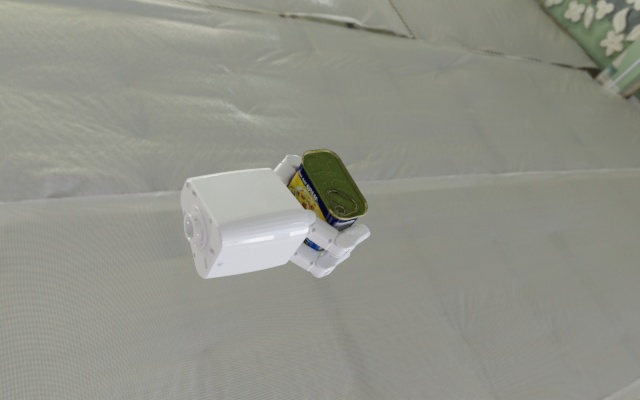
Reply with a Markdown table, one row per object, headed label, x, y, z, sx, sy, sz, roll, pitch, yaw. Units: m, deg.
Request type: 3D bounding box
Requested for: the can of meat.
| label | x | y | z | sx | sy | sz | roll | pitch | yaw |
| --- | --- | --- | --- | --- | --- | --- | --- | --- | --- |
| can of meat | 0.000 | 0.002 | 0.594 | 0.057 | 0.102 | 0.084 | -12 | -28 | -37 |
